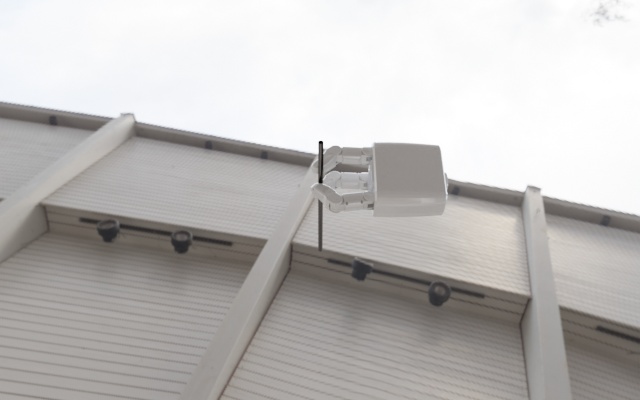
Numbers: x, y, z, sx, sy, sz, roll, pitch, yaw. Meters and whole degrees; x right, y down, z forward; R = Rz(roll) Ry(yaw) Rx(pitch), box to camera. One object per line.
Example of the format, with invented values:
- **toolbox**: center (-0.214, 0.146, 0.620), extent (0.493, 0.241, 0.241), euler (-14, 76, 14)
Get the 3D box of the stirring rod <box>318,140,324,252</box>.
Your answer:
- **stirring rod**: center (0.000, 0.002, 0.754), extent (0.011, 0.011, 0.240), euler (0, -44, 0)
